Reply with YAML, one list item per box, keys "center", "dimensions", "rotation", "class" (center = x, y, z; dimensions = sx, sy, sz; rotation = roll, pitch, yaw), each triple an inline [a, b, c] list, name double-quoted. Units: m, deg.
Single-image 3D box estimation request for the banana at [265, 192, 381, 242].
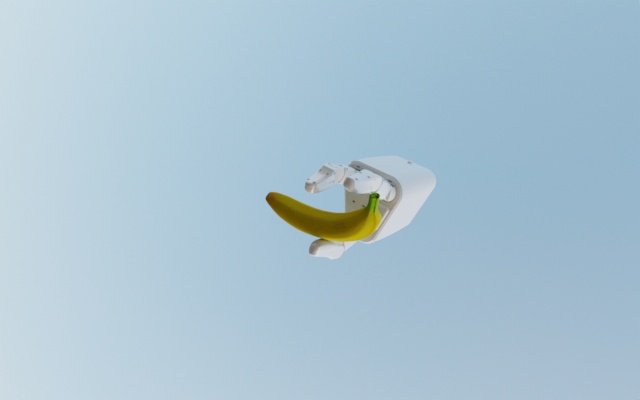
- center: [0.007, 0.020, 0.613]
  dimensions: [0.198, 0.070, 0.037]
  rotation: [0, 20, 43]
  class: "banana"
